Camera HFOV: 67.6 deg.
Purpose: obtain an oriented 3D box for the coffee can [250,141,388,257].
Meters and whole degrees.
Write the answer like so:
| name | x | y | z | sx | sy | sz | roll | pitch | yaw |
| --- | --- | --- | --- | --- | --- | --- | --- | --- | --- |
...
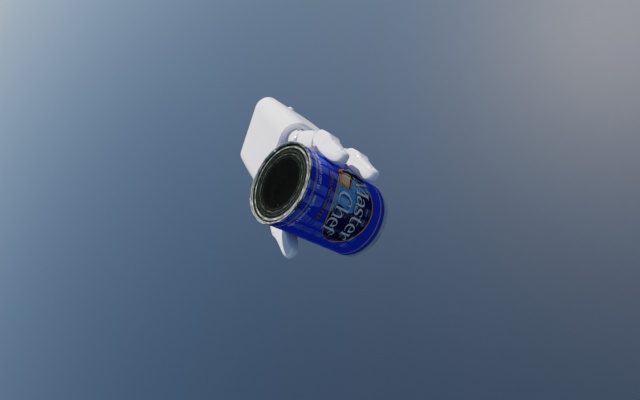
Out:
| name | x | y | z | sx | sy | sz | roll | pitch | yaw |
| --- | --- | --- | --- | --- | --- | --- | --- | --- | --- |
| coffee can | 0.000 | 0.002 | 0.587 | 0.103 | 0.102 | 0.140 | 0 | -20 | 46 |
